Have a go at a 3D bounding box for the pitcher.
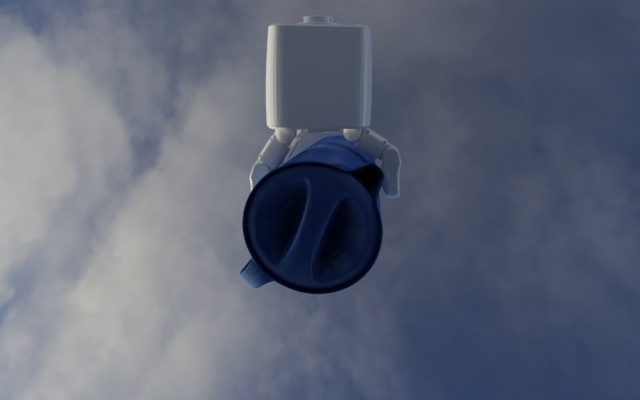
[{"bbox_3d":[0.000,0.002,0.555,0.149,0.145,0.242,2,17,8],"label":"pitcher"}]
